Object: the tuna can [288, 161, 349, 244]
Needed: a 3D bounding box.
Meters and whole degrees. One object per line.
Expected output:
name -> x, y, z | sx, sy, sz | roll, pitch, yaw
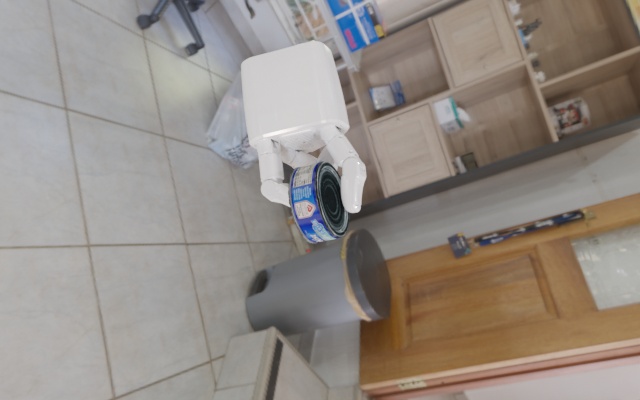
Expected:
tuna can -> 0.001, 0.002, 0.516 | 0.034, 0.086, 0.086 | -13, -5, 23
